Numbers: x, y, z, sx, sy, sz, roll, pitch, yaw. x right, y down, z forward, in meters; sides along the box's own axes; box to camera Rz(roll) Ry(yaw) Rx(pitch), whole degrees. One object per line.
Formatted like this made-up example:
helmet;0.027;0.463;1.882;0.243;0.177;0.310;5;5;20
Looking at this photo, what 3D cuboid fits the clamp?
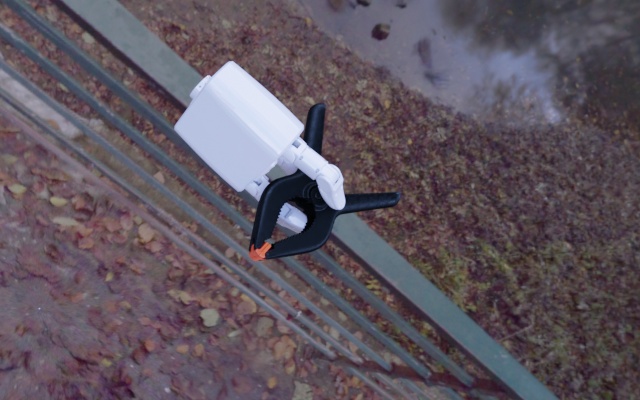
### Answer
clamp;0.000;0.002;0.570;0.164;0.210;0.036;42;-28;-10
